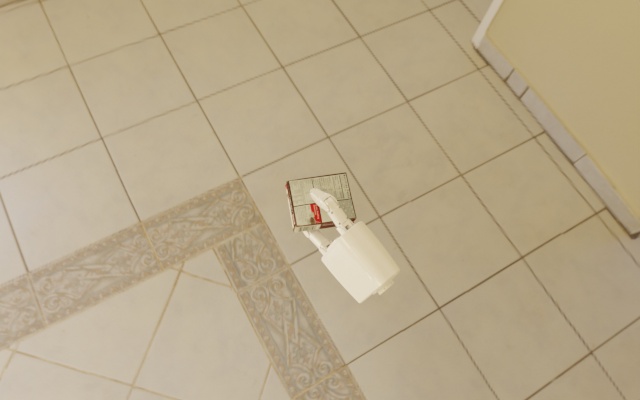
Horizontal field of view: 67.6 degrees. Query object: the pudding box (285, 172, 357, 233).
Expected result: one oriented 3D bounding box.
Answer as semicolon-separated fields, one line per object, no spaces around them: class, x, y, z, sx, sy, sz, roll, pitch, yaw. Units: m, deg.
pudding box;0.000;0.003;0.851;0.113;0.090;0.039;-7;-18;-12
